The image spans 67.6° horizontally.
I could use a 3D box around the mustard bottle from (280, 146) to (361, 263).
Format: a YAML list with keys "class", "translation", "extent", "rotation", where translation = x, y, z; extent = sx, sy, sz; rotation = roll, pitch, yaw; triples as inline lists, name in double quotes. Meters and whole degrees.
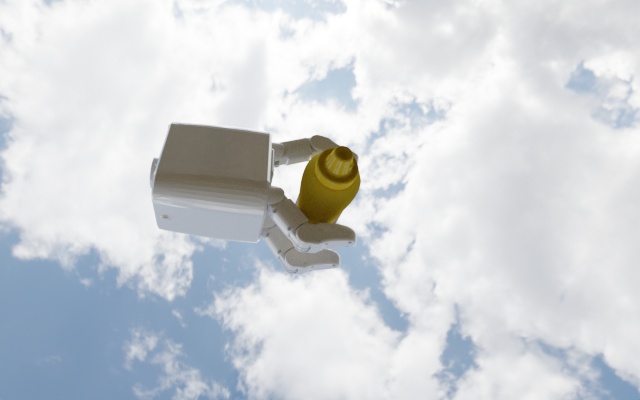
- class: "mustard bottle"
  translation: [0.000, 0.002, 0.512]
  extent: [0.058, 0.096, 0.192]
  rotation: [28, -31, 2]
